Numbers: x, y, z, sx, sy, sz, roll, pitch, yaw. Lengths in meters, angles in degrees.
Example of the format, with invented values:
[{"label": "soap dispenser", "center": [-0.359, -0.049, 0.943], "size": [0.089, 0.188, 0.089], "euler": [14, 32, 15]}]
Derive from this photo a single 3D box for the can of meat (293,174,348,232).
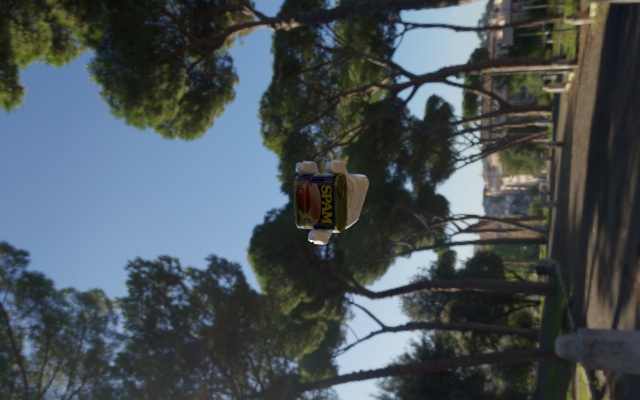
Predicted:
[{"label": "can of meat", "center": [0.000, 0.003, 0.859], "size": [0.084, 0.102, 0.057], "euler": [3, 11, 22]}]
